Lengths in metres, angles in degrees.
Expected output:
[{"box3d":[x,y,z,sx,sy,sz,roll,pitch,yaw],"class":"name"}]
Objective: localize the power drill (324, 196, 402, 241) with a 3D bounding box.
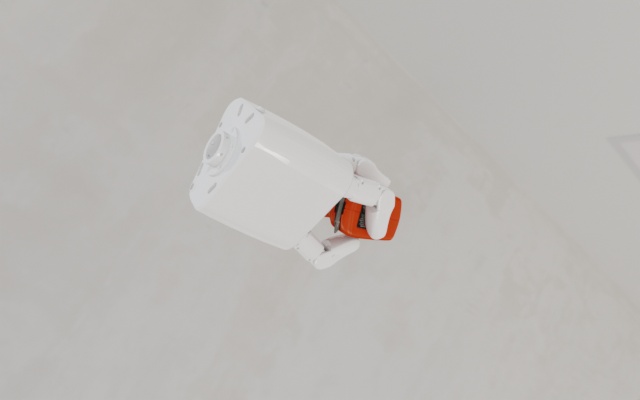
[{"box3d":[0.000,0.002,0.585,0.187,0.057,0.184,12,1,38],"class":"power drill"}]
